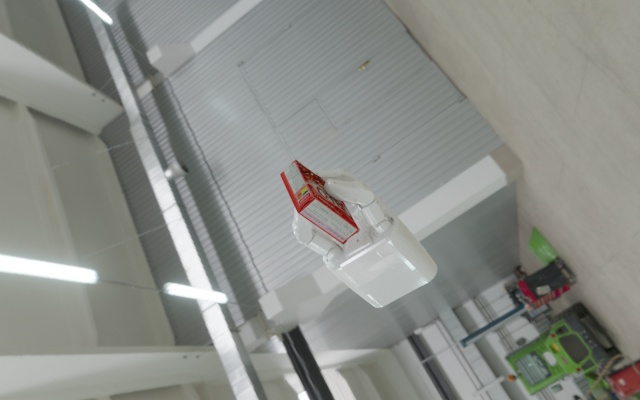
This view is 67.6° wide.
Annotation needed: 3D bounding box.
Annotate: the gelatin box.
[{"bbox_3d":[0.000,0.002,0.557,0.089,0.030,0.073,36,18,-40],"label":"gelatin box"}]
